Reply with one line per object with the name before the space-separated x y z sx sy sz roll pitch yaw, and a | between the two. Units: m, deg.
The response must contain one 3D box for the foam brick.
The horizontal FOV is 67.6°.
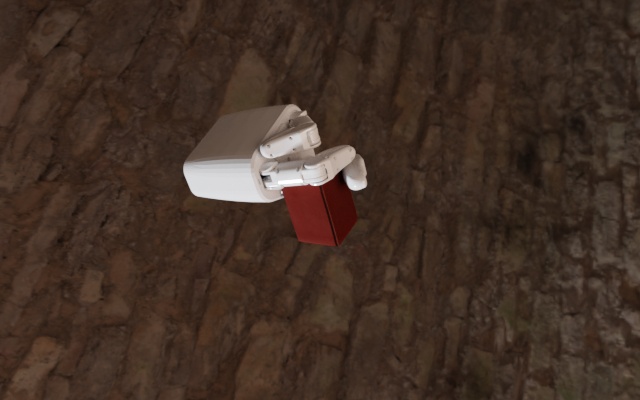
foam brick | 0.000 0.002 0.513 0.051 0.078 0.053 1 30 32
